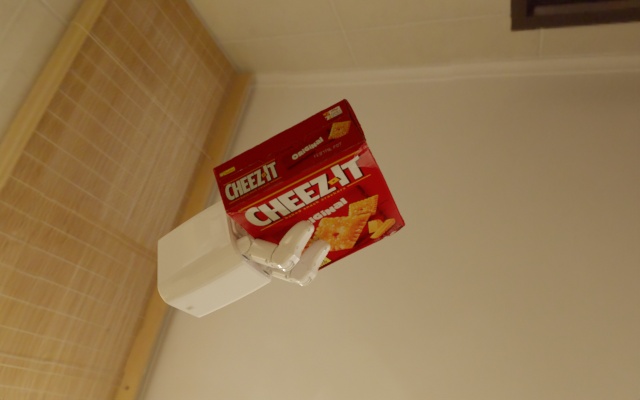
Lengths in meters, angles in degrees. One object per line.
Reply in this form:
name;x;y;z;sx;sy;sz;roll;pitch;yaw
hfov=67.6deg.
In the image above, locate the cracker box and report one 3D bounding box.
cracker box;0.000;0.002;0.575;0.164;0.072;0.214;-27;-33;6
